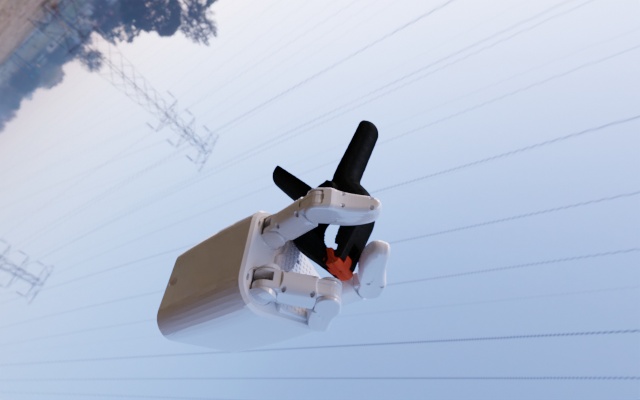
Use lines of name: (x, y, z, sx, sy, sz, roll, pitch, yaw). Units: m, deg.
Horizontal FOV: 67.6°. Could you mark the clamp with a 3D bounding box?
clamp: (0.001, 0.002, 0.445, 0.120, 0.171, 0.039, -25, -52, 28)
